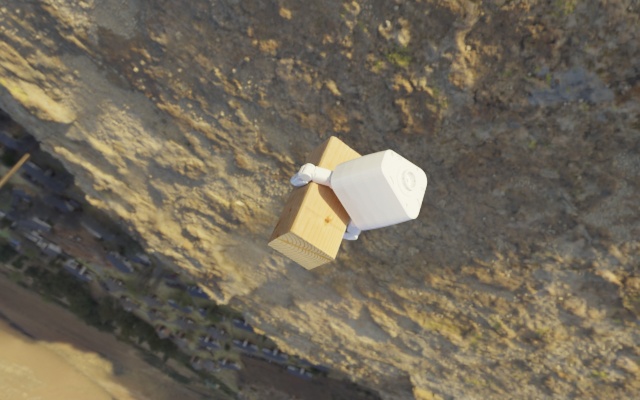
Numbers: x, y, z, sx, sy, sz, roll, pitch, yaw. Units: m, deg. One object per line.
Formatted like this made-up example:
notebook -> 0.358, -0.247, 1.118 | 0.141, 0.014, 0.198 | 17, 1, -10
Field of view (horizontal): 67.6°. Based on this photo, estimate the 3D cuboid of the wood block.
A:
wood block -> 0.000, 0.003, 0.835 | 0.091, 0.206, 0.090 | 34, -33, -18
